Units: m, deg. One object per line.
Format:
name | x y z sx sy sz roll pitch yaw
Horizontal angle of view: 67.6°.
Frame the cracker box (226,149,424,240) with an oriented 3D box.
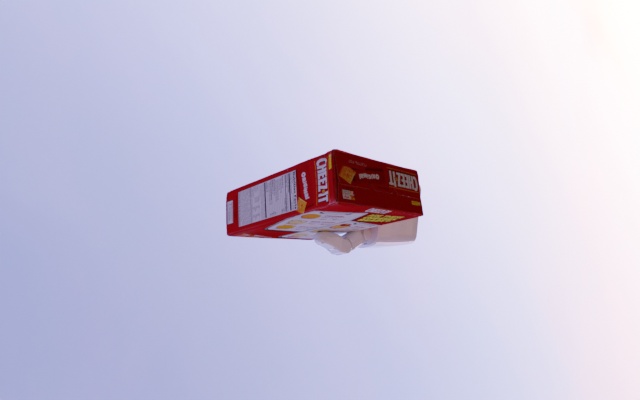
cracker box | 0.000 0.002 0.638 0.164 0.072 0.214 8 -18 -44
